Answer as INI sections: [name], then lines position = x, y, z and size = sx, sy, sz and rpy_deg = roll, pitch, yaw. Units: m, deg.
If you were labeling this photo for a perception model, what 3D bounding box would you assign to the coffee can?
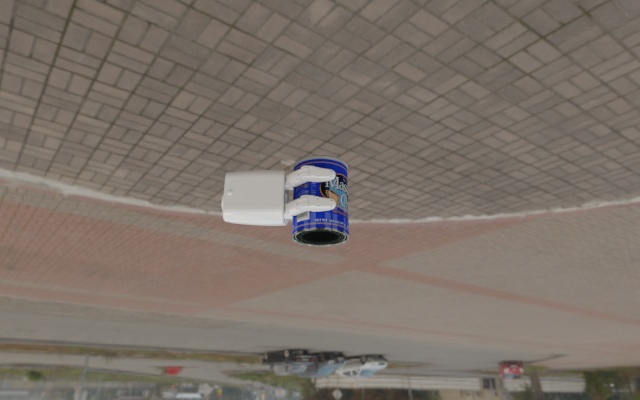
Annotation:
[coffee can]
position = 0.000, 0.003, 0.870
size = 0.103, 0.140, 0.103
rpy_deg = 0, -22, 0
